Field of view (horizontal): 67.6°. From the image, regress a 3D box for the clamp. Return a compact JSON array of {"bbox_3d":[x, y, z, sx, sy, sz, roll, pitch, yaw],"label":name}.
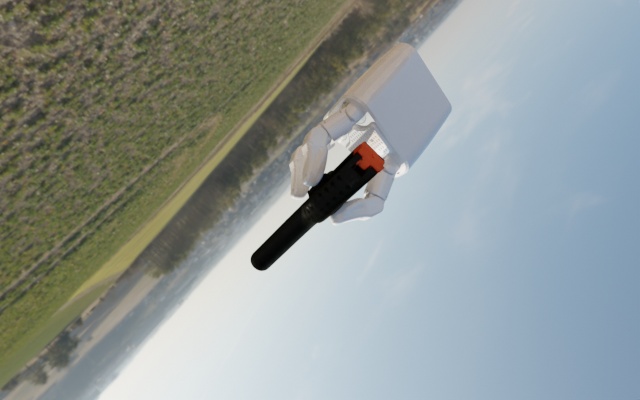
[{"bbox_3d":[0.001,0.002,0.496,0.036,0.164,0.210,43,-22,-4],"label":"clamp"}]
